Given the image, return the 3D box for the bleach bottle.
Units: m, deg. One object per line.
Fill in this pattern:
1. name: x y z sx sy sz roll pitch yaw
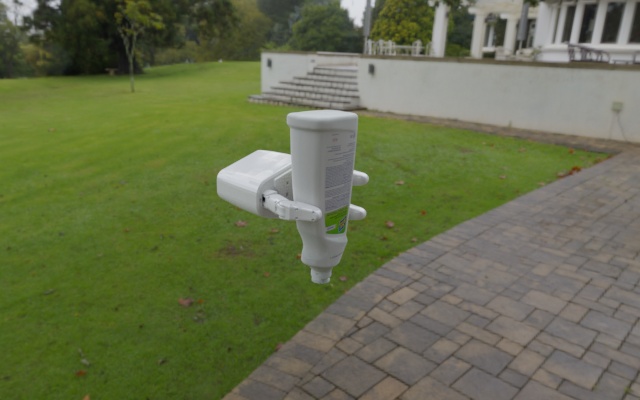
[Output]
1. bleach bottle: 0.000 0.002 0.680 0.068 0.251 0.102 18 23 39
